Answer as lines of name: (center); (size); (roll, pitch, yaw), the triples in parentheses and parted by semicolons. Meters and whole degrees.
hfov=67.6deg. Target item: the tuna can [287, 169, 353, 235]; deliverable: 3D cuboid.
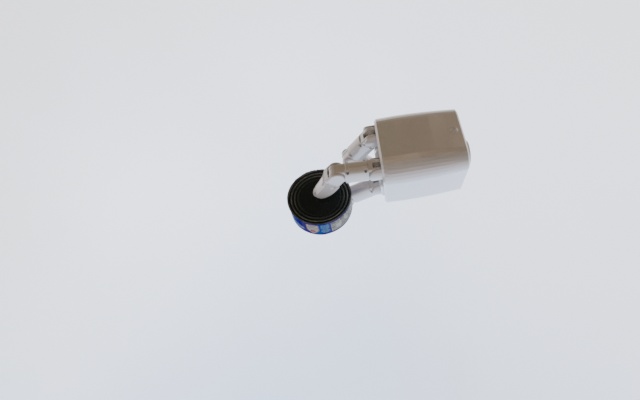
tuna can: (0.000, 0.002, 0.643); (0.086, 0.086, 0.034); (0, -31, 8)
